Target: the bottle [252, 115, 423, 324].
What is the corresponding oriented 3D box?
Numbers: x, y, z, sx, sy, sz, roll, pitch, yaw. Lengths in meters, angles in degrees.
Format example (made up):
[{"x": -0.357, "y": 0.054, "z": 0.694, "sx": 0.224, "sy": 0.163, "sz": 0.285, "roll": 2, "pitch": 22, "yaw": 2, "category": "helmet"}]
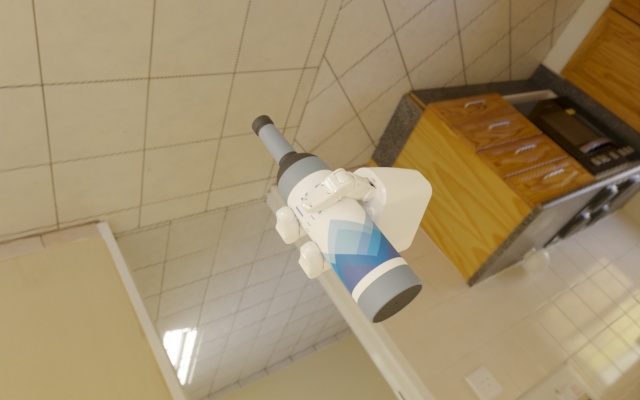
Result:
[{"x": 0.000, "y": 0.002, "z": 0.554, "sx": 0.069, "sy": 0.295, "sz": 0.069, "roll": -27, "pitch": -30, "yaw": -17, "category": "bottle"}]
